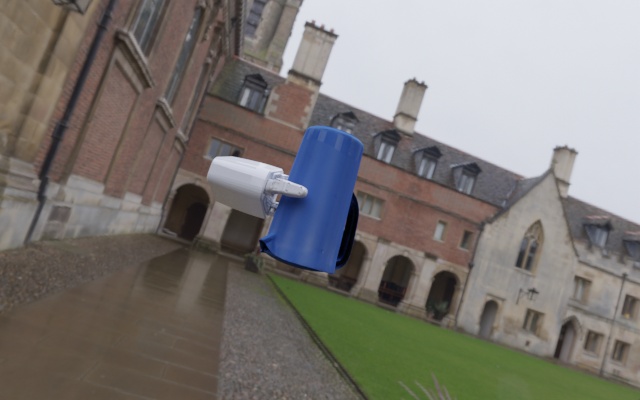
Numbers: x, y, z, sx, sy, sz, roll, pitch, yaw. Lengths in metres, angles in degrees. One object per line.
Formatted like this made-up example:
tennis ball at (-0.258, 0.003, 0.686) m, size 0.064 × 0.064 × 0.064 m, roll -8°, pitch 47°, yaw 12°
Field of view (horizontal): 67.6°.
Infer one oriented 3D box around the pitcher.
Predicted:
pitcher at (0.000, 0.003, 0.841) m, size 0.145 × 0.243 × 0.149 m, roll 16°, pitch -7°, yaw 9°
